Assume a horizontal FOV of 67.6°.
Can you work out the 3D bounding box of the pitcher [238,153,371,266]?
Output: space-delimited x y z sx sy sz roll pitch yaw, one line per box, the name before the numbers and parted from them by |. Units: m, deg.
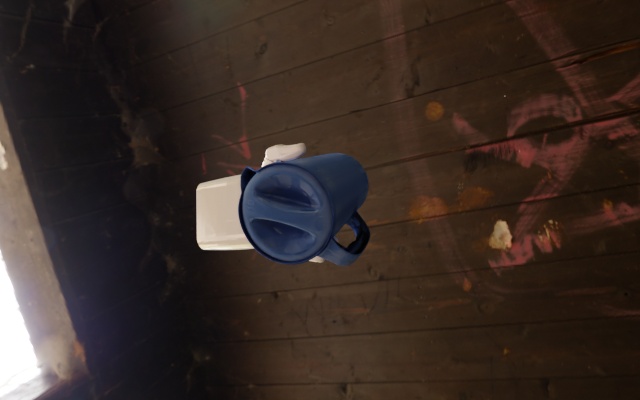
pitcher | 0.000 0.002 0.706 0.145 0.149 0.243 -6 9 21
